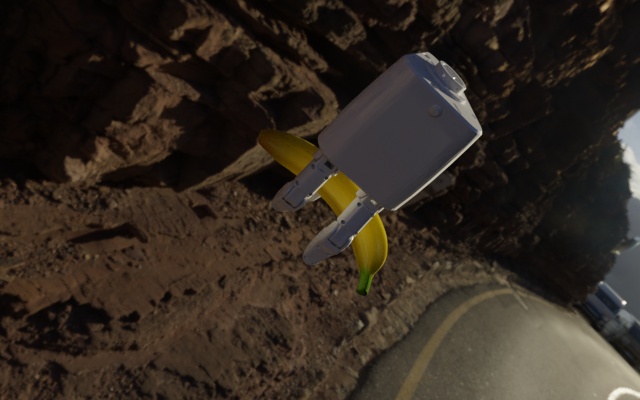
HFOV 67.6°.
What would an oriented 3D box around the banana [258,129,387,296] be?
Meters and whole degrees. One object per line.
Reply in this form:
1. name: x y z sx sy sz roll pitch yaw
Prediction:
1. banana: 0.013 -0.002 0.497 0.069 0.198 0.037 -29 -7 -45
